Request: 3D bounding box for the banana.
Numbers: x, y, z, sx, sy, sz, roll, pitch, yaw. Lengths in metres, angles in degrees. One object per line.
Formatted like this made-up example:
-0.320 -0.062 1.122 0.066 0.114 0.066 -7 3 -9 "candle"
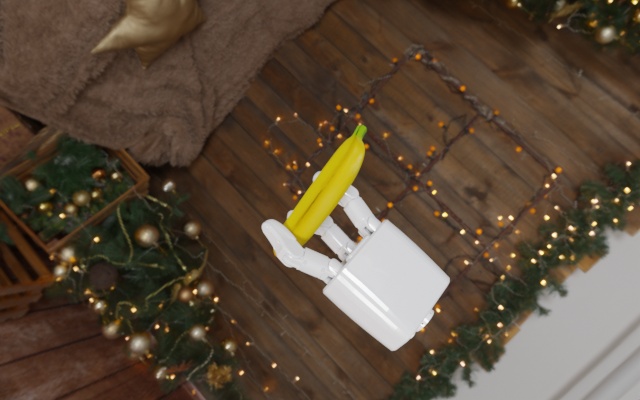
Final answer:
-0.002 0.003 0.554 0.037 0.198 0.069 37 18 3 "banana"
